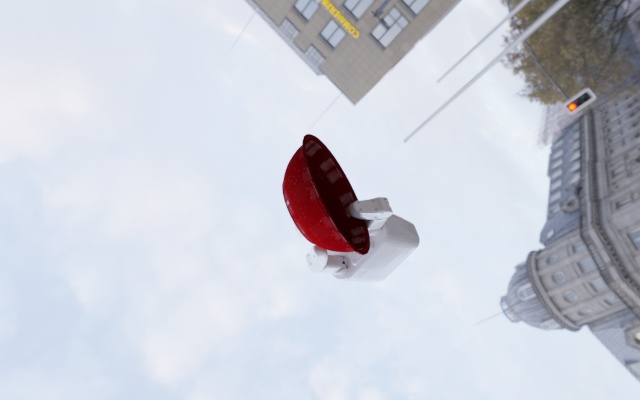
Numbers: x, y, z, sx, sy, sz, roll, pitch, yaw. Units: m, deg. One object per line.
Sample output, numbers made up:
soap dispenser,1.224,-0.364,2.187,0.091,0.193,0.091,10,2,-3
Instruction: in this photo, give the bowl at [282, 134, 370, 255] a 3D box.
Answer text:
bowl,-0.001,0.001,0.585,0.055,0.162,0.162,-26,-8,16
